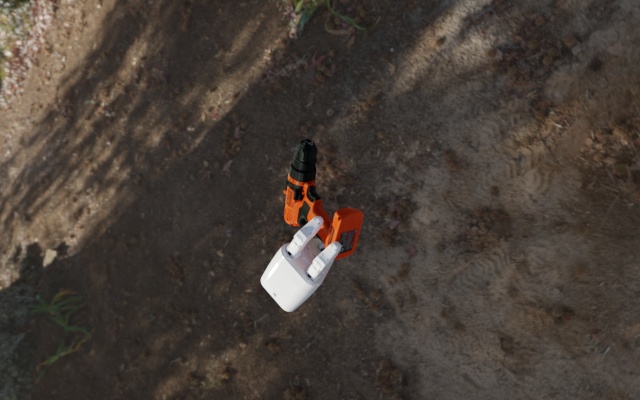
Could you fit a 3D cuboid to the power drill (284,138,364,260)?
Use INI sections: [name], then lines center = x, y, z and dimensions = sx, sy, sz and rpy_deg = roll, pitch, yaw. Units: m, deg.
[power drill]
center = 0.000, 0.003, 0.870
dimensions = 0.057, 0.185, 0.187
rpy_deg = -13, 40, -30
